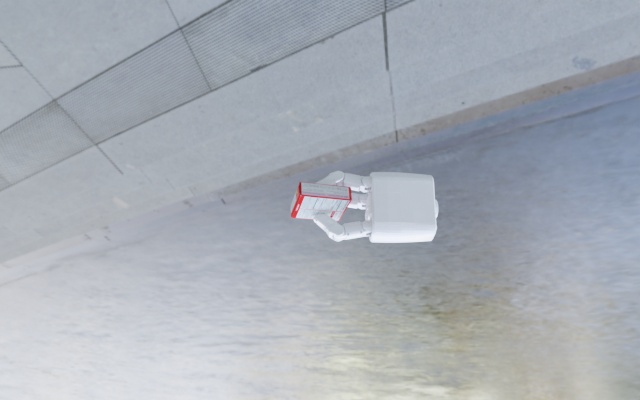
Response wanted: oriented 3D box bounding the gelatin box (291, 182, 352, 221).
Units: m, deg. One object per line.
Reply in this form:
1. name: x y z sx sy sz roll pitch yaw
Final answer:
1. gelatin box: 0.000 0.003 0.798 0.089 0.030 0.073 4 -32 -14
